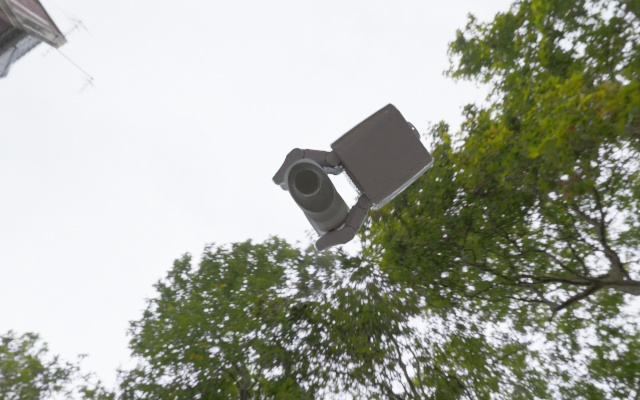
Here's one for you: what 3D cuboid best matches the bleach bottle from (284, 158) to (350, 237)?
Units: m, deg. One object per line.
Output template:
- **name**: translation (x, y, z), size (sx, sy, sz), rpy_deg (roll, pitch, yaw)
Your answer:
- **bleach bottle**: translation (0.000, 0.002, 0.661), size (0.068, 0.102, 0.251), rpy_deg (-36, -9, 0)
